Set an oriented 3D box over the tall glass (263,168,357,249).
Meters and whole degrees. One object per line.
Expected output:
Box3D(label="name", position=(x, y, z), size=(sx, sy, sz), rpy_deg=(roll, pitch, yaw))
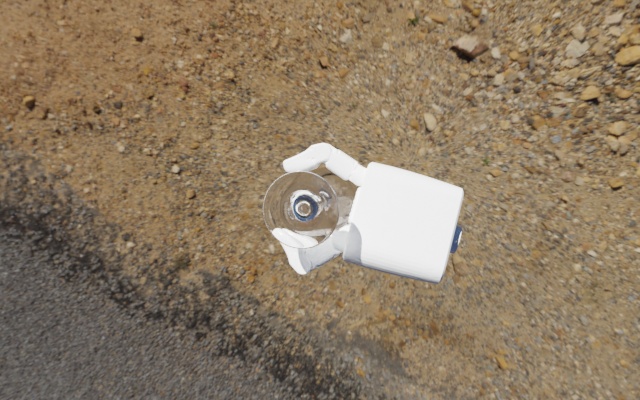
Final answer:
Box3D(label="tall glass", position=(0.000, 0.002, 0.546), size=(0.079, 0.079, 0.201), rpy_deg=(0, 4, 10))
